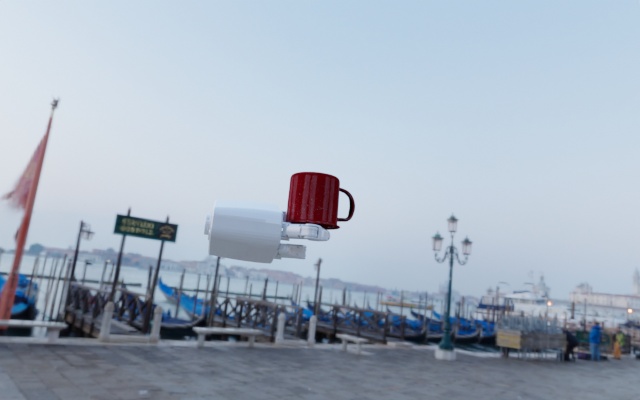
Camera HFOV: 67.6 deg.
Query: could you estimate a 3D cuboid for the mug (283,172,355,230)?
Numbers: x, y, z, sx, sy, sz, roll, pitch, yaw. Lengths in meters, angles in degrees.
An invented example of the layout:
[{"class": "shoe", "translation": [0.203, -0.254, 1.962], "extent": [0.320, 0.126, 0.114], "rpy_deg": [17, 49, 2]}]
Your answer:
[{"class": "mug", "translation": [0.002, 0.002, 0.772], "extent": [0.117, 0.081, 0.093], "rpy_deg": [7, -10, -12]}]
